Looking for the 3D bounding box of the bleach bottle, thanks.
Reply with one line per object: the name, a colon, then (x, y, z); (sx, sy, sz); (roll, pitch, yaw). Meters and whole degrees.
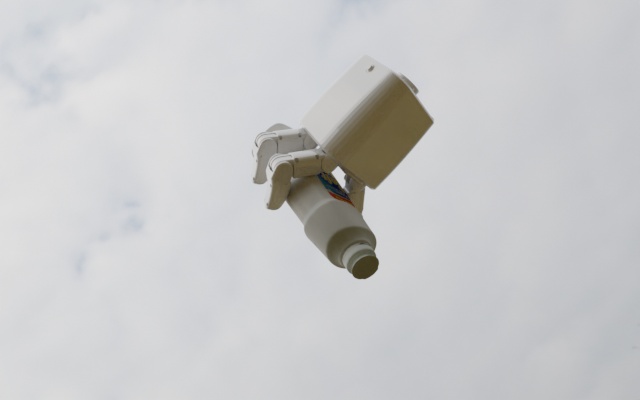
bleach bottle: (0.000, 0.002, 0.537); (0.103, 0.068, 0.250); (37, 10, -38)
